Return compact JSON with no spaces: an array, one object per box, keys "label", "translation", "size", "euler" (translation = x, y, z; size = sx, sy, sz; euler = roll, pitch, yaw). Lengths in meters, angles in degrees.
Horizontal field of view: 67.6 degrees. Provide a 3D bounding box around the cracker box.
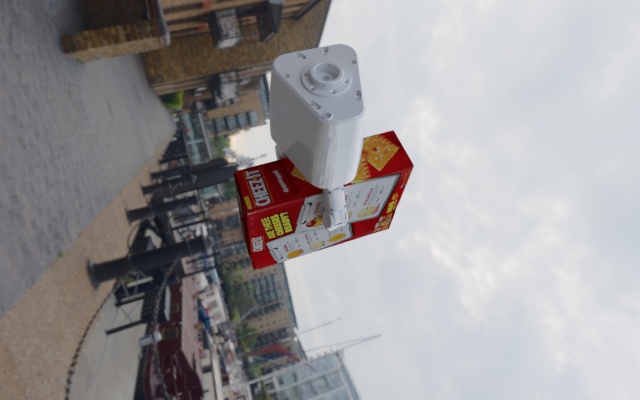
[{"label":"cracker box","translation":[0.000,0.002,0.638],"size":[0.213,0.072,0.164],"euler":[-15,-29,-14]}]
